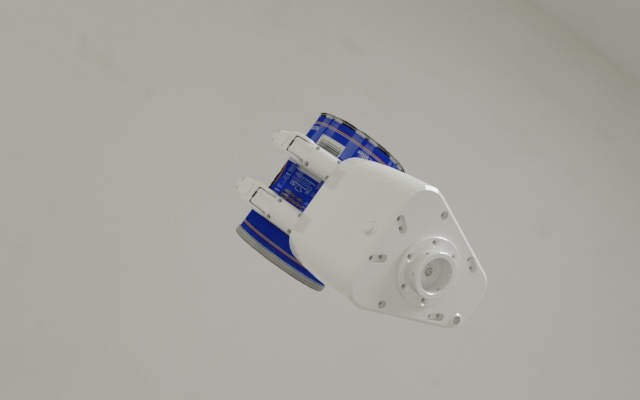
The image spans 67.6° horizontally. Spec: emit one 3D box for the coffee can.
[{"bbox_3d":[0.000,0.002,0.466,0.103,0.140,0.103,36,-3,2],"label":"coffee can"}]
